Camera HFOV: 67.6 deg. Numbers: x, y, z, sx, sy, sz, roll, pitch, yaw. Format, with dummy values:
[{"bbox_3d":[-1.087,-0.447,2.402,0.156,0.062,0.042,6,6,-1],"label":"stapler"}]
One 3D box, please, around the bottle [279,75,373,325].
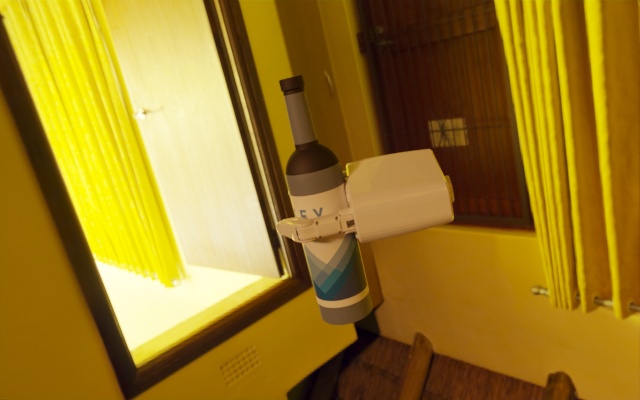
[{"bbox_3d":[0.000,0.002,0.567,0.069,0.296,0.069,-13,15,3],"label":"bottle"}]
